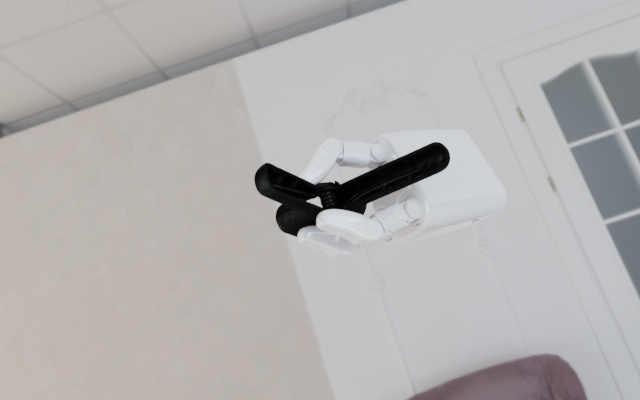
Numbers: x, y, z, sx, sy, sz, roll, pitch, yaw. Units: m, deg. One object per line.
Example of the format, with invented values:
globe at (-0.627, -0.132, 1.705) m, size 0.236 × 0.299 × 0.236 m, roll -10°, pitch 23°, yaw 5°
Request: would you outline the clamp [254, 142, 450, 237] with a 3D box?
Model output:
clamp at (0.000, 0.001, 0.455) m, size 0.164 × 0.036 × 0.210 m, roll -5°, pitch -17°, yaw -23°
